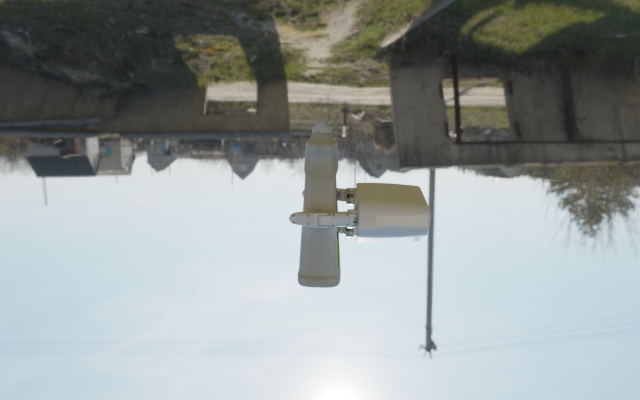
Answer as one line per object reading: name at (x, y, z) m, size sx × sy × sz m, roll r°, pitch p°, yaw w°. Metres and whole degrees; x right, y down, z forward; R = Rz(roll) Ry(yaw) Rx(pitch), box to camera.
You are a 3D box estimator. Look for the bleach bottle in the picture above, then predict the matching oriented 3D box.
bleach bottle at (0.000, 0.002, 0.753) m, size 0.068 × 0.251 × 0.102 m, roll 1°, pitch 6°, yaw 2°
